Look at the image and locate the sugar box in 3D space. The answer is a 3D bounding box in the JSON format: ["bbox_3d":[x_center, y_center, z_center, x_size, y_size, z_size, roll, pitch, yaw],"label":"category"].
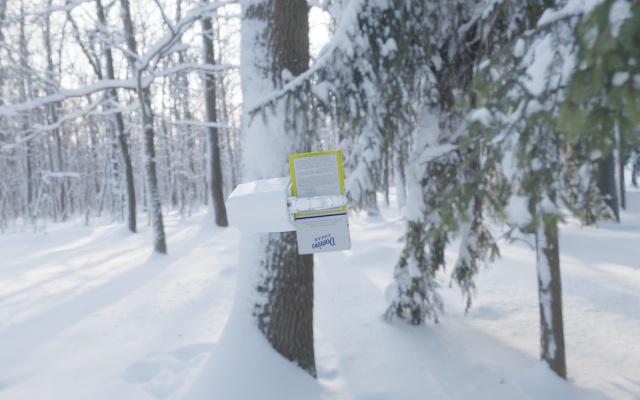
[{"bbox_3d":[0.000,0.003,0.846,0.093,0.176,0.048,-5,2,8],"label":"sugar box"}]
